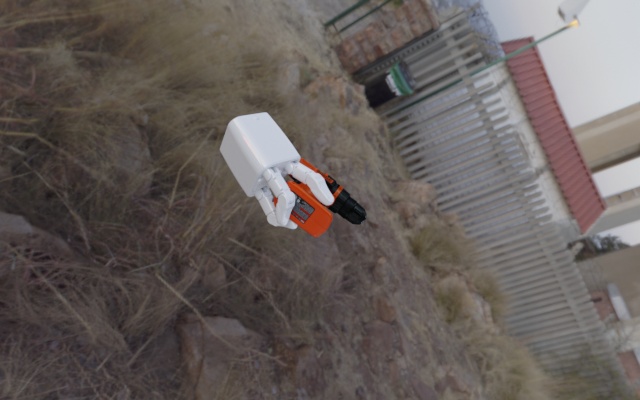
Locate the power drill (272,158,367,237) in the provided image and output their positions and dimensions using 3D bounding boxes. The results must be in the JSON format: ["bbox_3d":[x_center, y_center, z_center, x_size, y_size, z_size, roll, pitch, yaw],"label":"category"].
[{"bbox_3d":[0.000,0.003,0.884,0.184,0.057,0.187,37,18,1],"label":"power drill"}]
